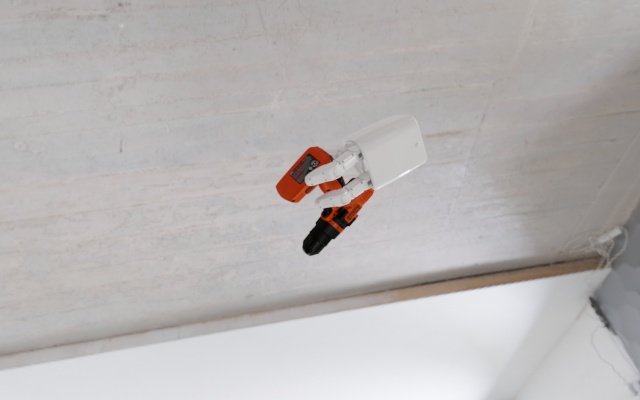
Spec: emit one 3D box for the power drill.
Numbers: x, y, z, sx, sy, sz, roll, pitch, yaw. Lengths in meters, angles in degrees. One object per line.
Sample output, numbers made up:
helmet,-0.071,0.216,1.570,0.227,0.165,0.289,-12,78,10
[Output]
power drill,0.000,0.002,0.858,0.057,0.184,0.188,39,-2,37
